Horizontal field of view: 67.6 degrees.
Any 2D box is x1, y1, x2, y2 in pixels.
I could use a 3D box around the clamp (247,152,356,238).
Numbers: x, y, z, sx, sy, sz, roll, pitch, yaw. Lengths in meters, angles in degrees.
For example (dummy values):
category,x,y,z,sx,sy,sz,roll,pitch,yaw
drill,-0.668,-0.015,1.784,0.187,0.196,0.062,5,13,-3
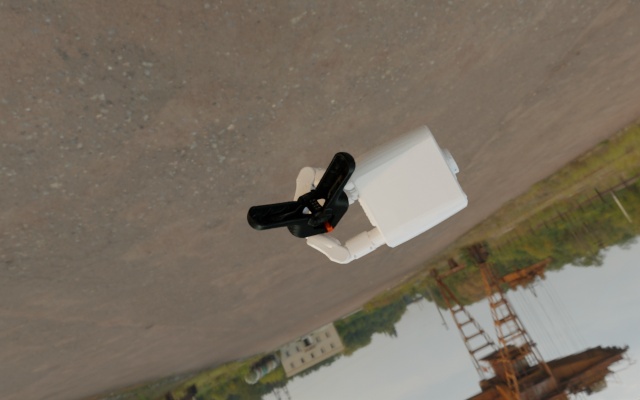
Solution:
category,x,y,z,sx,sy,sz,roll,pitch,yaw
clamp,0.000,0.002,0.530,0.120,0.039,0.171,-29,-15,11
